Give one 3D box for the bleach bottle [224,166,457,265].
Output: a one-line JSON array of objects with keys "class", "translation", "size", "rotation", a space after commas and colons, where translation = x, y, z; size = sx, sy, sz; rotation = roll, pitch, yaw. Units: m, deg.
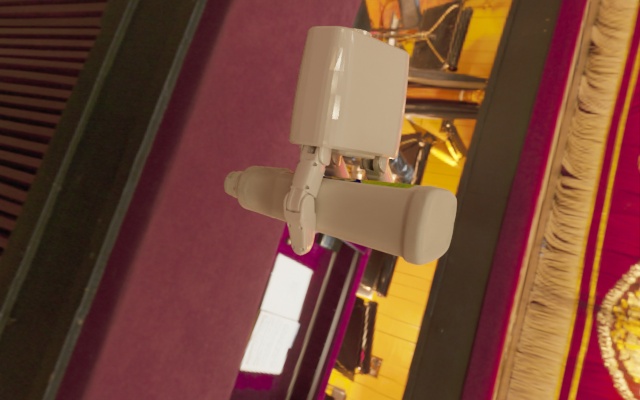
[{"class": "bleach bottle", "translation": [0.000, 0.002, 0.483], "size": [0.251, 0.068, 0.102], "rotation": [11, 6, 30]}]
